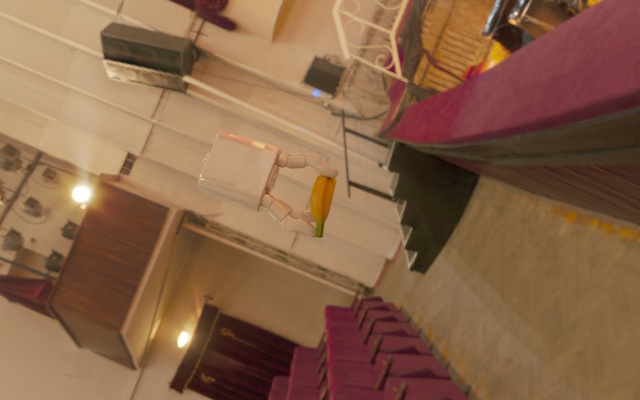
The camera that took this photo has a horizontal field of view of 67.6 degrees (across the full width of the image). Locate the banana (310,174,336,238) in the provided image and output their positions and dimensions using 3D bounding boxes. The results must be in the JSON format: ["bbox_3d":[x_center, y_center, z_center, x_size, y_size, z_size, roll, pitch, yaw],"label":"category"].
[{"bbox_3d":[0.004,-0.012,0.816,0.037,0.070,0.197,15,25,1],"label":"banana"}]
